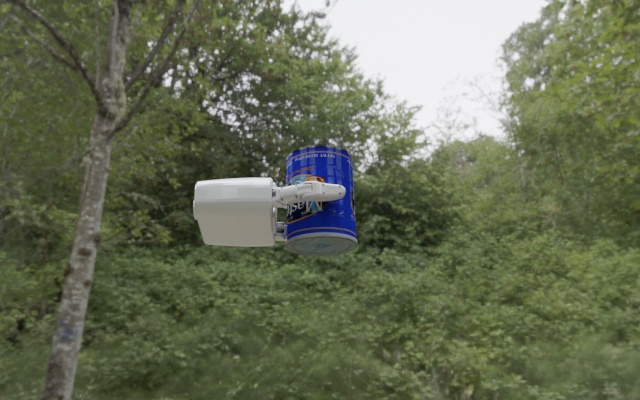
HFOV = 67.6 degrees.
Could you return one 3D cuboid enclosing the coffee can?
[{"bbox_3d":[0.000,0.002,0.711,0.103,0.140,0.103,-1,-21,-1],"label":"coffee can"}]
